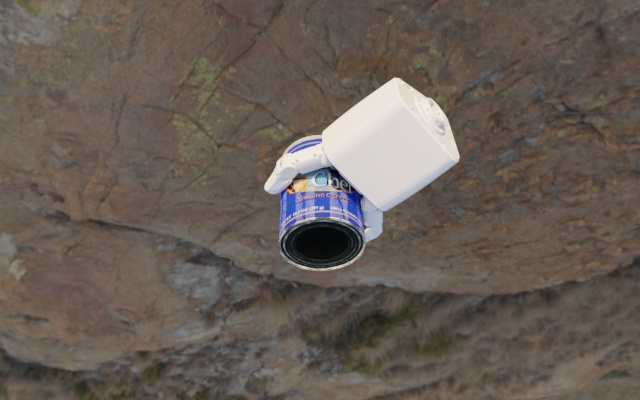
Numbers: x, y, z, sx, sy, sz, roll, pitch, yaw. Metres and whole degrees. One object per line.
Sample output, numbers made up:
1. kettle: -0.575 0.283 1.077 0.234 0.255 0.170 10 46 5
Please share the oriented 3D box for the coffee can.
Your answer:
1. coffee can: 0.000 0.002 0.600 0.103 0.140 0.103 -1 -42 -1
